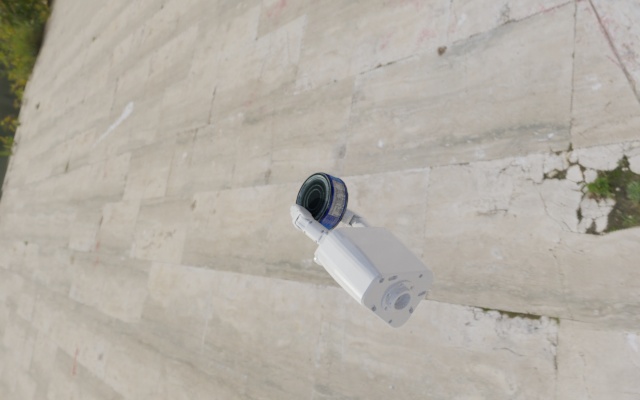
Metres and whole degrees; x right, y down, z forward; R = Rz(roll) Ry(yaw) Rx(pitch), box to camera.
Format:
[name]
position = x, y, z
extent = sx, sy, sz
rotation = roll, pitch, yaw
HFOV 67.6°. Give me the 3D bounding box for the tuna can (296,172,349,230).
[tuna can]
position = 0.000, 0.002, 0.703
extent = 0.034, 0.086, 0.086
rotation = 19, -12, -36
